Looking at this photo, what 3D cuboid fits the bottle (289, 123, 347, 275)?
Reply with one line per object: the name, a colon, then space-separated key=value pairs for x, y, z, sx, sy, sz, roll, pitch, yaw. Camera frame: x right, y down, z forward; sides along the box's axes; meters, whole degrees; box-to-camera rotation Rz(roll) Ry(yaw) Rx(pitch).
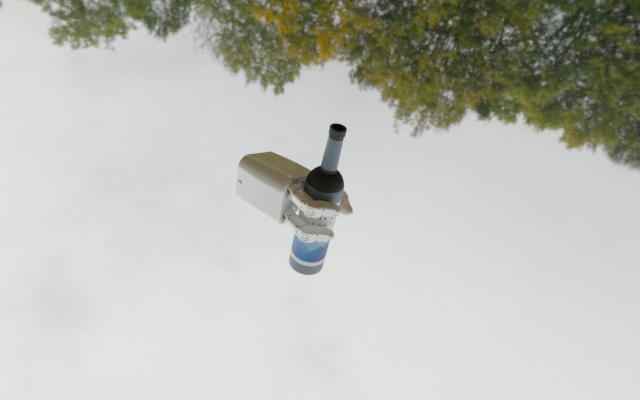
bottle: x=0.000 y=0.003 z=0.825 sx=0.069 sy=0.296 sz=0.069 roll=9 pitch=36 yaw=-6
